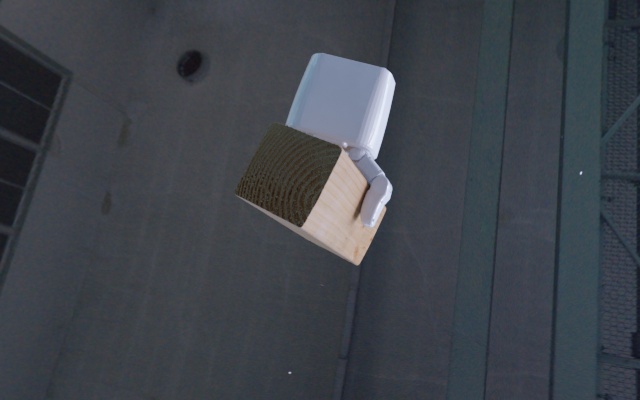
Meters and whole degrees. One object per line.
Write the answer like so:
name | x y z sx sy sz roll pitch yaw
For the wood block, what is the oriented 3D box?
wood block | 0.001 0.002 0.565 0.091 0.090 0.206 24 -7 26
